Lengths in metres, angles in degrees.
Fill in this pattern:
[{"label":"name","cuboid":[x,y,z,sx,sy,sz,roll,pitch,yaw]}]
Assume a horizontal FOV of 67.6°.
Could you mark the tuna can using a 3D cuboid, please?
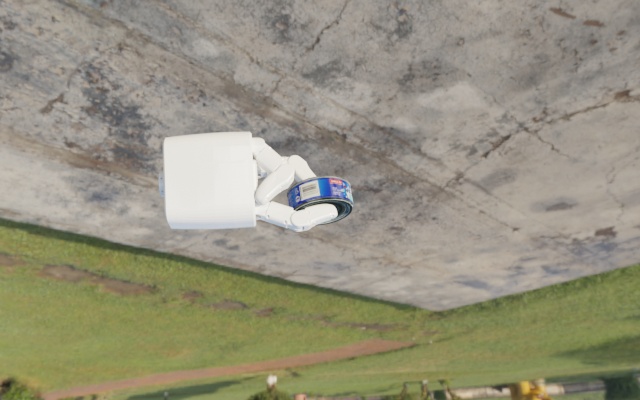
[{"label":"tuna can","cuboid":[0.000,0.003,0.630,0.086,0.033,0.086,-8,-25,-4]}]
